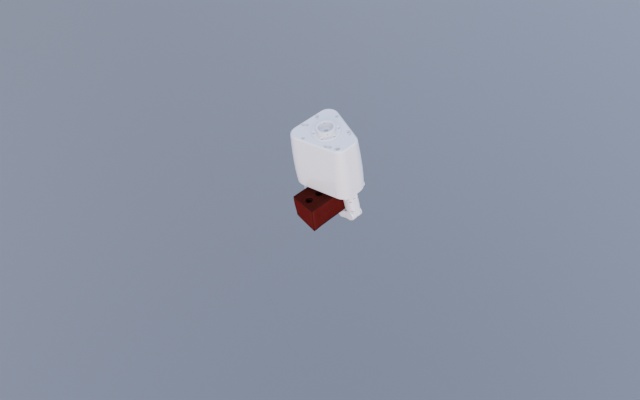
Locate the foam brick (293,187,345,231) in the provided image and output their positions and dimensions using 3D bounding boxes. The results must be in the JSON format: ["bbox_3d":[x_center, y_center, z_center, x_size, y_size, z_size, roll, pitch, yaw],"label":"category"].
[{"bbox_3d":[0.000,0.003,0.831,0.078,0.051,0.053,-36,54,-21],"label":"foam brick"}]
